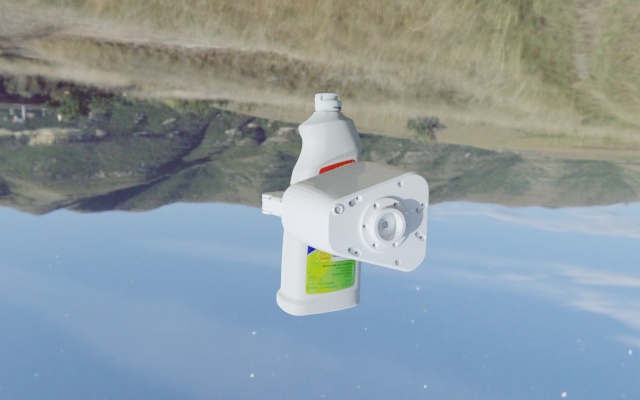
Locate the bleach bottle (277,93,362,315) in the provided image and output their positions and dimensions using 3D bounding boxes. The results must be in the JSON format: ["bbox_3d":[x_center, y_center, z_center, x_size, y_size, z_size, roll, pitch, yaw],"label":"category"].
[{"bbox_3d":[0.000,0.002,0.566,0.102,0.251,0.068,-3,8,-25],"label":"bleach bottle"}]
